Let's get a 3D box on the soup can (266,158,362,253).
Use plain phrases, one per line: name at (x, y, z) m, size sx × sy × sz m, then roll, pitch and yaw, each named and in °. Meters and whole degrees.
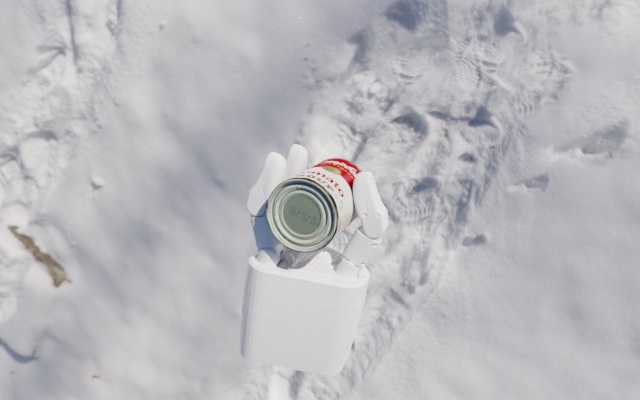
soup can at (0.000, 0.001, 0.446) m, size 0.068 × 0.068 × 0.102 m, roll 0°, pitch 14°, yaw 21°
